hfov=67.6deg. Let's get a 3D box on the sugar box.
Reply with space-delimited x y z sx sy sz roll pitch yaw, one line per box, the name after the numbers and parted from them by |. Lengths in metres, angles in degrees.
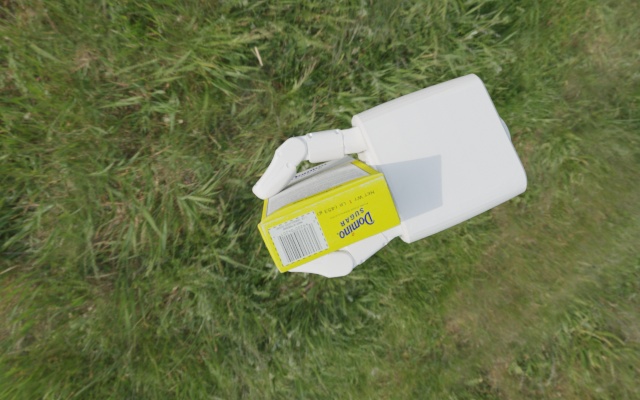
0.000 0.002 0.407 0.093 0.048 0.176 -21 8 0 | sugar box
